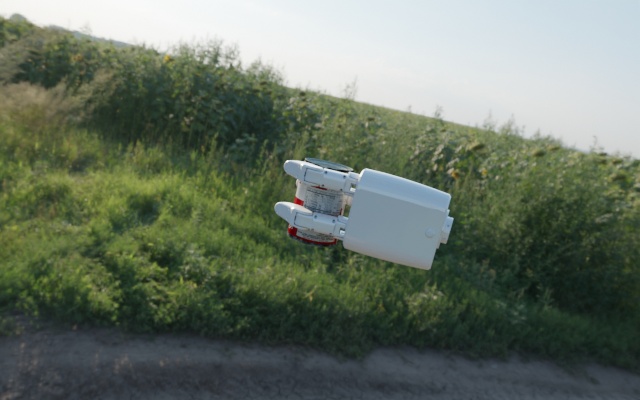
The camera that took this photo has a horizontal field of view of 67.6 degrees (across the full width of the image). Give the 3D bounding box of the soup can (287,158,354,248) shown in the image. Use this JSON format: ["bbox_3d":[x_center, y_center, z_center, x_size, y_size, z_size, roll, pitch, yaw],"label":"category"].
[{"bbox_3d":[0.000,0.002,0.620,0.068,0.102,0.068,13,11,-2],"label":"soup can"}]
